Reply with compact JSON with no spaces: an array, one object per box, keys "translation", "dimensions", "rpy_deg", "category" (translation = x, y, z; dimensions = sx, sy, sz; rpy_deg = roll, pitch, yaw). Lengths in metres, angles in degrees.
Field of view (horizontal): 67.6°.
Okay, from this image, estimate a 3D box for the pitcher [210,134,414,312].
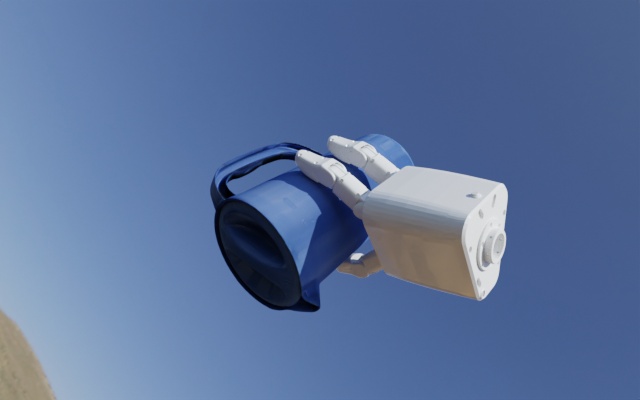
[{"translation":[0.000,0.002,0.565],"dimensions":[0.145,0.149,0.242],"rpy_deg":[11,33,42],"category":"pitcher"}]
